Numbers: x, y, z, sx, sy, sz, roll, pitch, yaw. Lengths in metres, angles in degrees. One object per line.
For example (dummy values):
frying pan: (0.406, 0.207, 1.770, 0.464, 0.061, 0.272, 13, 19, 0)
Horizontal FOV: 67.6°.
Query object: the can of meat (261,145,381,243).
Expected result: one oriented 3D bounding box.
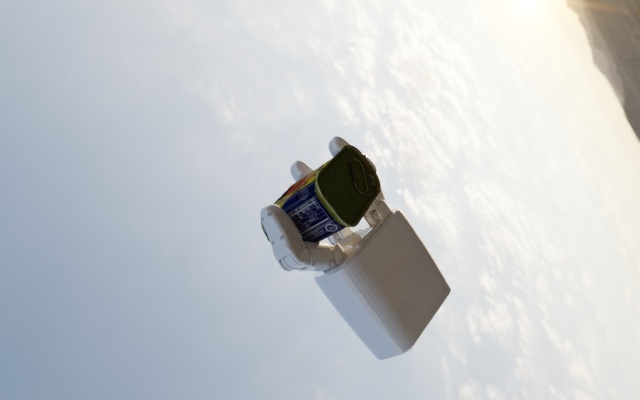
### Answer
can of meat: (0.000, 0.002, 0.461, 0.084, 0.057, 0.102, -32, 10, 35)
